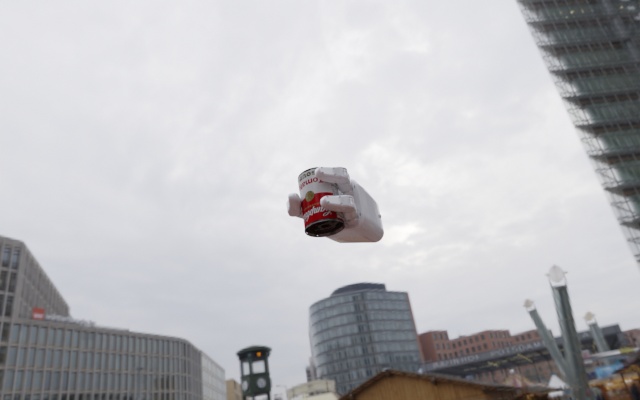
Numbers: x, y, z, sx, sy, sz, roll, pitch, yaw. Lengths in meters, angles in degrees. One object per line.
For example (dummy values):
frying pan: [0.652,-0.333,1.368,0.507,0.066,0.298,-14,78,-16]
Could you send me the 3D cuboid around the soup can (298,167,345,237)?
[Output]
soup can: [0.000,0.002,0.810,0.068,0.102,0.068,-7,-26,-4]
